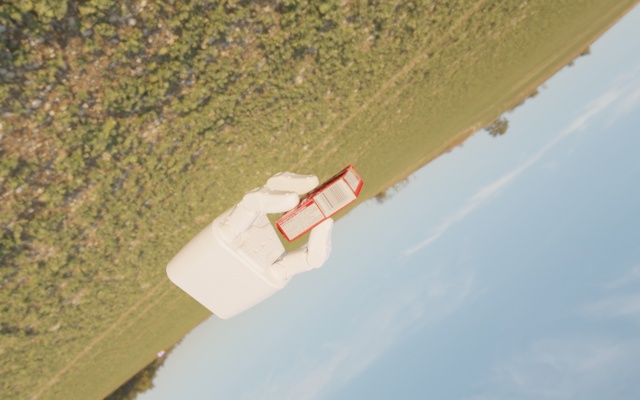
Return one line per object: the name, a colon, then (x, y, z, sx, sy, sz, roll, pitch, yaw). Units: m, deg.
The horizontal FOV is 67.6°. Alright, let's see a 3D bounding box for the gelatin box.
gelatin box: (0.001, 0.002, 0.510, 0.089, 0.030, 0.073, -34, 5, 17)
